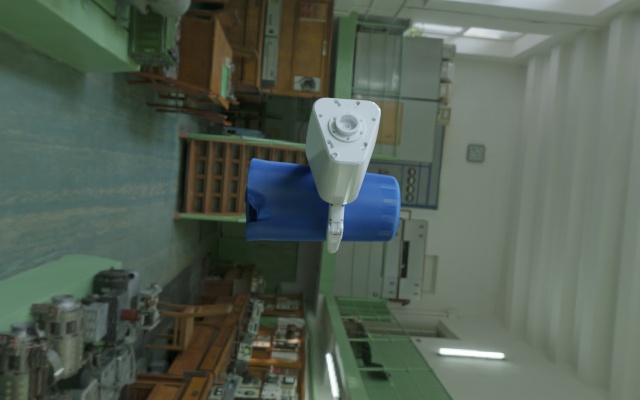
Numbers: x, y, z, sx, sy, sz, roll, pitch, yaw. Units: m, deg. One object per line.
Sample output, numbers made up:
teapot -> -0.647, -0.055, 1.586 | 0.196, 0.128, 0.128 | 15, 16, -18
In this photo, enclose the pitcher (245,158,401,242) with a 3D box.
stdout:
pitcher -> 0.000, 0.003, 0.786 | 0.243, 0.149, 0.145 | 4, -30, -3
